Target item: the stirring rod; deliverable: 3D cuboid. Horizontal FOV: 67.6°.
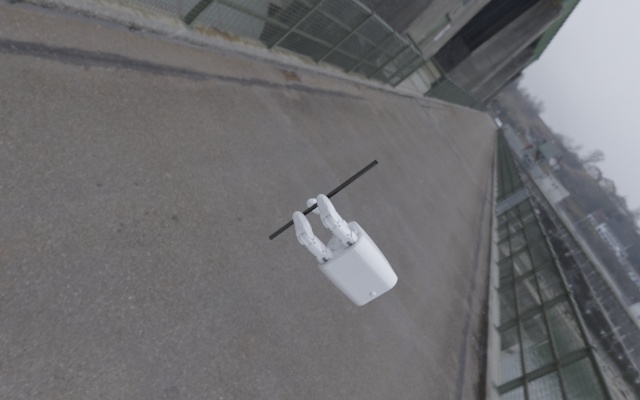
[{"bbox_3d":[0.000,0.003,0.815,0.239,0.011,0.011,-36,-15,22],"label":"stirring rod"}]
